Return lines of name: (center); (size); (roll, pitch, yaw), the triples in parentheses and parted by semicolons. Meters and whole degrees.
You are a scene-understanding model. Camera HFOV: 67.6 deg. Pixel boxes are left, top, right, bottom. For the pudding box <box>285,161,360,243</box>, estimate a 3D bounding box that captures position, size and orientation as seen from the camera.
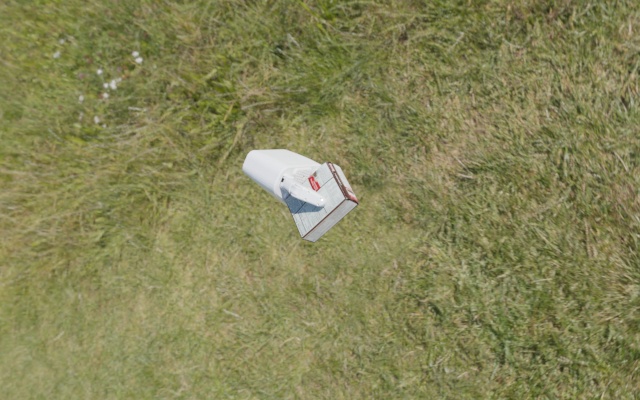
pudding box: (0.000, 0.003, 0.809); (0.113, 0.090, 0.039); (-43, -37, 25)
